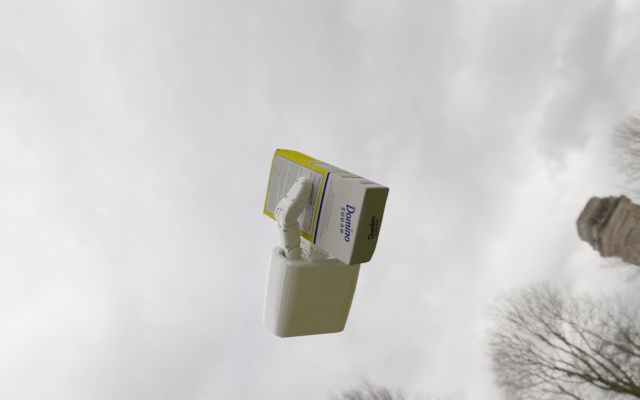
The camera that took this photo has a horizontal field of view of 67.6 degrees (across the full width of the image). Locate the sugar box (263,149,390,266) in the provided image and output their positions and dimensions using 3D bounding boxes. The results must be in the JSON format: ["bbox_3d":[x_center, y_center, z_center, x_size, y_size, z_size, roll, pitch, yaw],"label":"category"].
[{"bbox_3d":[0.000,0.002,0.587,0.048,0.093,0.176,-3,21,-43],"label":"sugar box"}]
